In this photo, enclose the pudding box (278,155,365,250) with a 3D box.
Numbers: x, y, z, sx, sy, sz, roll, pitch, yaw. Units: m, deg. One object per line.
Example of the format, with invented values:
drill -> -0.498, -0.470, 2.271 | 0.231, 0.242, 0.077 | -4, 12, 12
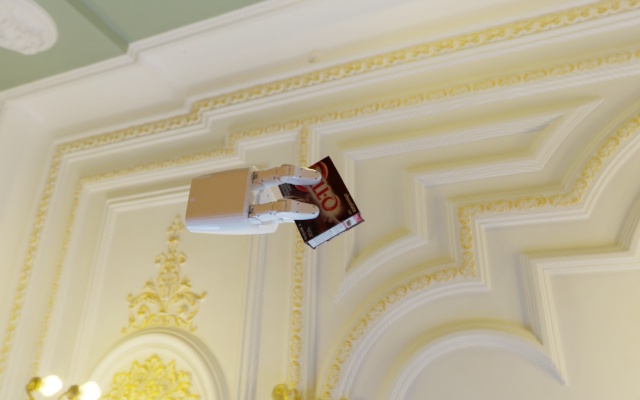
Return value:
pudding box -> 0.000, 0.002, 0.697 | 0.090, 0.113, 0.039 | -30, -29, 5
